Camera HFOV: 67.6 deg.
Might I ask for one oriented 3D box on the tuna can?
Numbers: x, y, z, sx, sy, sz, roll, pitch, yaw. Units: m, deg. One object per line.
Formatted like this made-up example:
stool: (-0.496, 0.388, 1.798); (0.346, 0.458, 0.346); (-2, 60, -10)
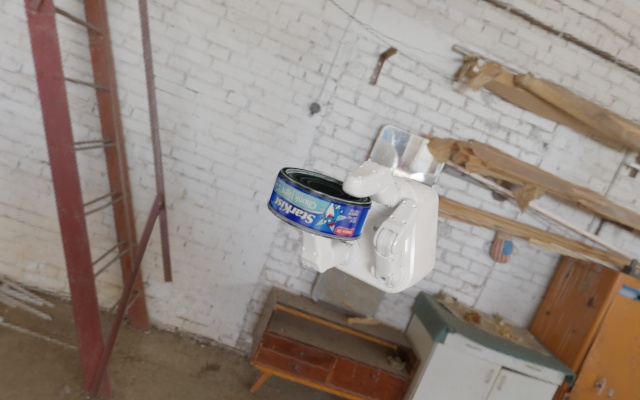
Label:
tuna can: (0.000, 0.001, 0.409); (0.086, 0.034, 0.086); (19, 13, -4)
